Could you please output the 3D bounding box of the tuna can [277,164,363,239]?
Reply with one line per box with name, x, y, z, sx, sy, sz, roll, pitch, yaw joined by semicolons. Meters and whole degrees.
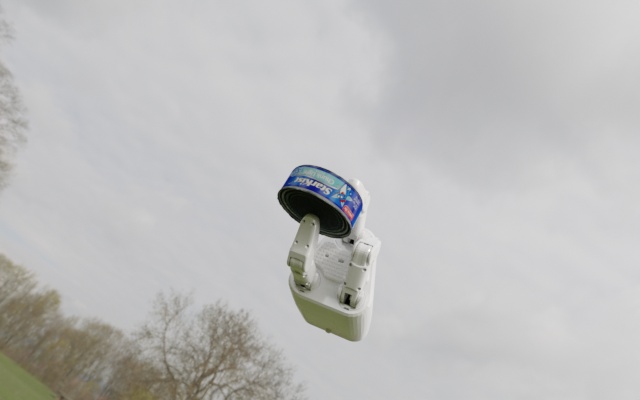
tuna can;0.000;0.001;0.496;0.086;0.033;0.086;24;-25;12
